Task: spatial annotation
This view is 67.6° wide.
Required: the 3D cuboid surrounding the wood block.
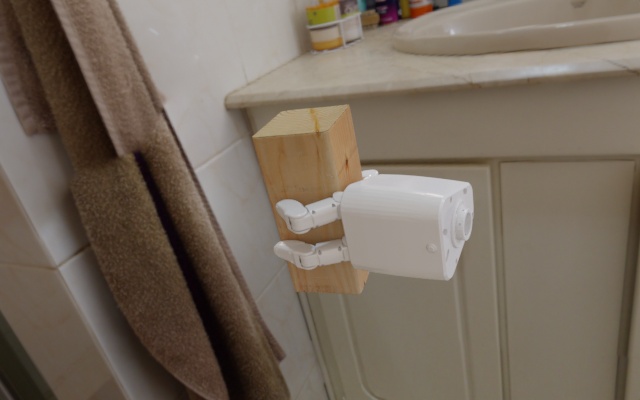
[{"bbox_3d":[0.001,0.002,0.571,0.090,0.206,0.090,-2,28,21],"label":"wood block"}]
